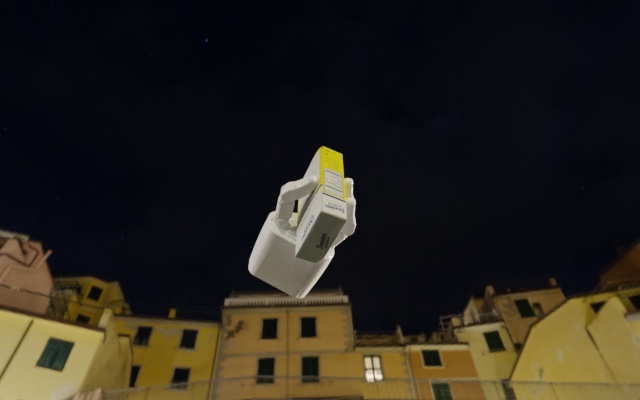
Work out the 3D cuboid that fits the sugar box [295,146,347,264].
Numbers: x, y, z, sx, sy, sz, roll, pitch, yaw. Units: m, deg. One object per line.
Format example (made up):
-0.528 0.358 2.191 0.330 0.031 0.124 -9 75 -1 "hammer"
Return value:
0.001 0.003 0.720 0.048 0.093 0.176 19 34 -16 "sugar box"
